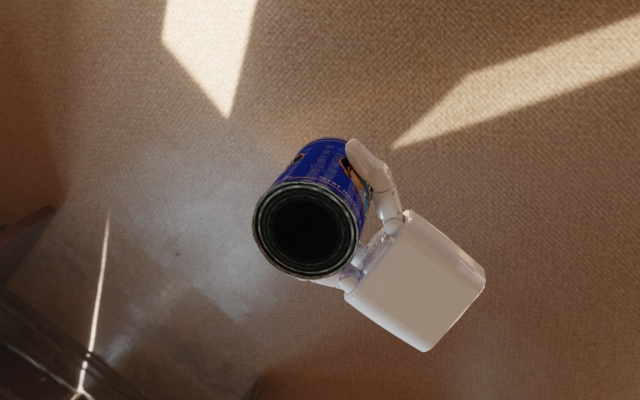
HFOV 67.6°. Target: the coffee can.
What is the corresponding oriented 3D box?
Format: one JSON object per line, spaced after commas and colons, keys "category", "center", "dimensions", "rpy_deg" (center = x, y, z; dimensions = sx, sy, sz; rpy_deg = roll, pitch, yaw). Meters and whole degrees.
{"category": "coffee can", "center": [0.000, 0.001, 0.498], "dimensions": [0.103, 0.103, 0.140], "rpy_deg": [0, 24, 14]}
